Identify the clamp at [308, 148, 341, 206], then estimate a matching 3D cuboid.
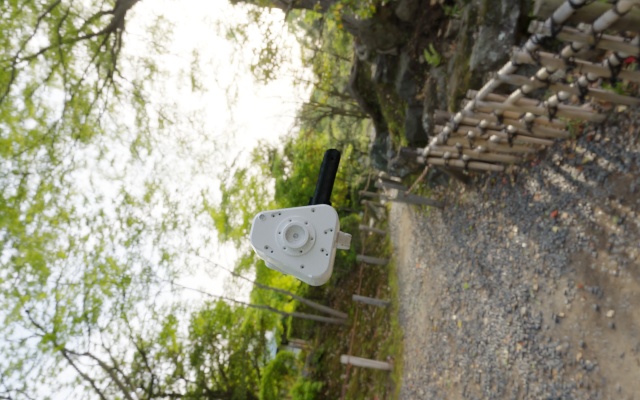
[{"bbox_3d":[-0.001,0.002,0.730,0.039,0.171,0.120,10,-13,4],"label":"clamp"}]
